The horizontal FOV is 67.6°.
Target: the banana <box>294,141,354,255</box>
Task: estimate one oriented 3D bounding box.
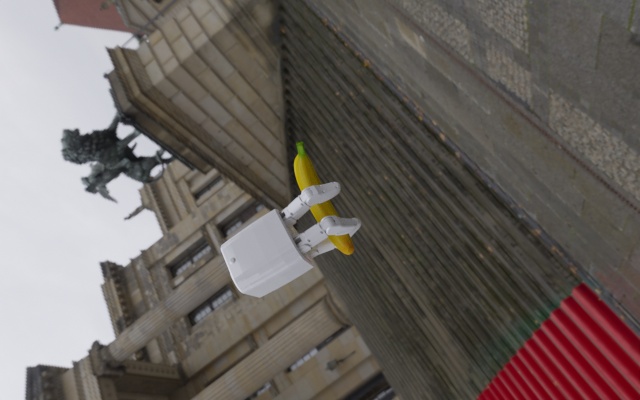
[{"bbox_3d":[-0.001,0.004,0.772,0.037,0.197,0.070,-26,-12,-4],"label":"banana"}]
